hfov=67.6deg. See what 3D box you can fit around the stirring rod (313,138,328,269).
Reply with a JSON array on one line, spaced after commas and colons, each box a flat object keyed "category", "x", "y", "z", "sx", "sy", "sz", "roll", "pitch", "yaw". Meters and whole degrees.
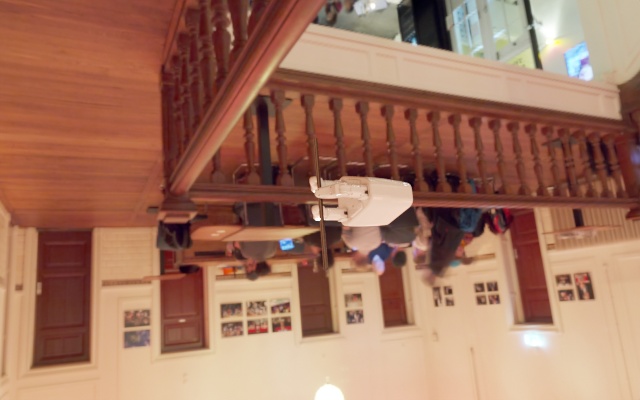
[{"category": "stirring rod", "x": 0.000, "y": 0.003, "z": 0.861, "sx": 0.011, "sy": 0.239, "sz": 0.011, "roll": -4, "pitch": -12, "yaw": -1}]
